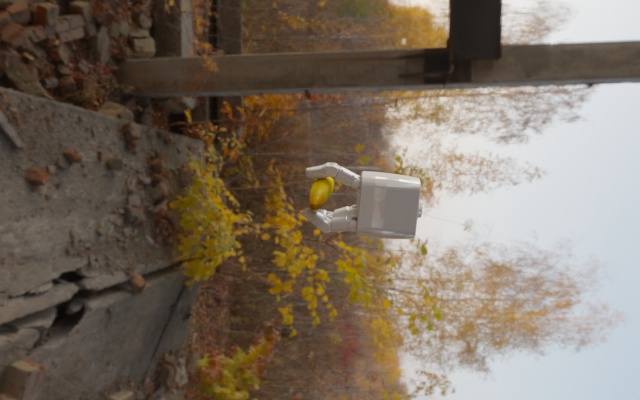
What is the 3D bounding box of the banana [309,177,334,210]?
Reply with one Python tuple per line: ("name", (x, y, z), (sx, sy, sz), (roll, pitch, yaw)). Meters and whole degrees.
("banana", (0.004, -0.015, 0.899), (0.037, 0.069, 0.198), (11, 0, 3))
